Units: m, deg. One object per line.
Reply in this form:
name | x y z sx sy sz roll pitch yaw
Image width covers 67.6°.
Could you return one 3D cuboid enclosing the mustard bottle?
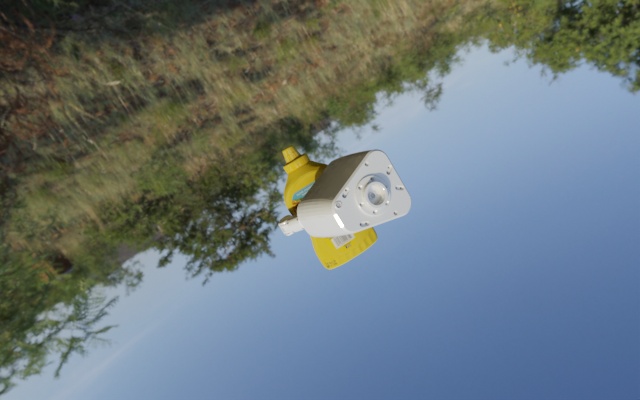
mustard bottle | 0.000 0.003 0.725 0.096 0.191 0.058 -32 10 1
